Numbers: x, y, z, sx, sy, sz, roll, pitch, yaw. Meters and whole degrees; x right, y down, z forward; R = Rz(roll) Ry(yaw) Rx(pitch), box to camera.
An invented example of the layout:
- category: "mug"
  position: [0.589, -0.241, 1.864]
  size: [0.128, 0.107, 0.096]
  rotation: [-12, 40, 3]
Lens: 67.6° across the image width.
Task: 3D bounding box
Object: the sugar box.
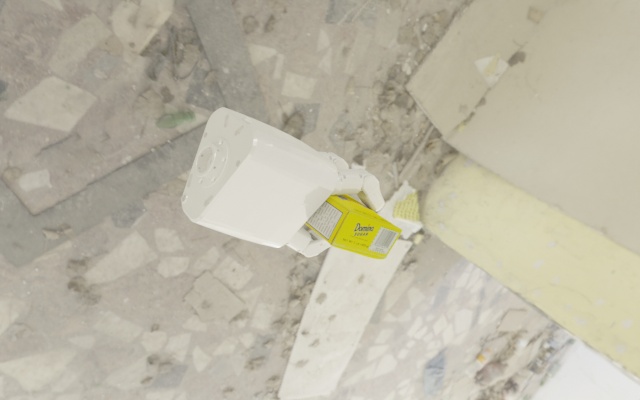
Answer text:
- category: "sugar box"
  position: [0.000, 0.001, 0.547]
  size: [0.093, 0.048, 0.176]
  rotation: [21, 13, -44]
